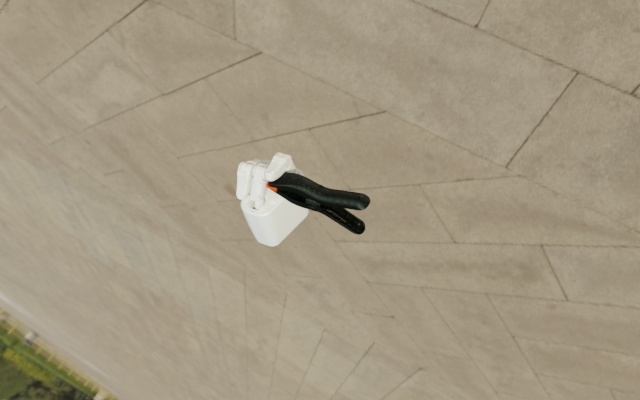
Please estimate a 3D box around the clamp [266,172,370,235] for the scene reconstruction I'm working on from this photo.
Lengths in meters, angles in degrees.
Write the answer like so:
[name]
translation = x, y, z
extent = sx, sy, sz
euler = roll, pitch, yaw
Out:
[clamp]
translation = 0.000, 0.003, 0.744
extent = 0.171, 0.039, 0.120
euler = 21, -28, 20
